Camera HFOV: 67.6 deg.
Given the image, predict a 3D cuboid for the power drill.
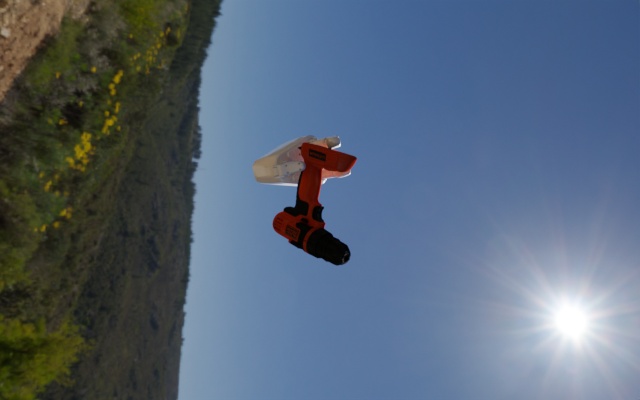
[{"bbox_3d":[0.000,0.002,0.834,0.184,0.188,0.057,24,11,41],"label":"power drill"}]
